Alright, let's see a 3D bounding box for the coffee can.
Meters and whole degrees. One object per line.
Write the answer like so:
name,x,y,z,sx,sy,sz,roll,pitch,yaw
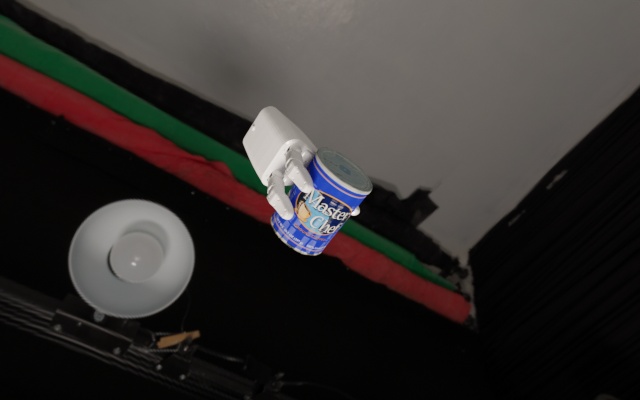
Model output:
coffee can,0.000,0.002,0.755,0.103,0.140,0.102,30,25,-16
